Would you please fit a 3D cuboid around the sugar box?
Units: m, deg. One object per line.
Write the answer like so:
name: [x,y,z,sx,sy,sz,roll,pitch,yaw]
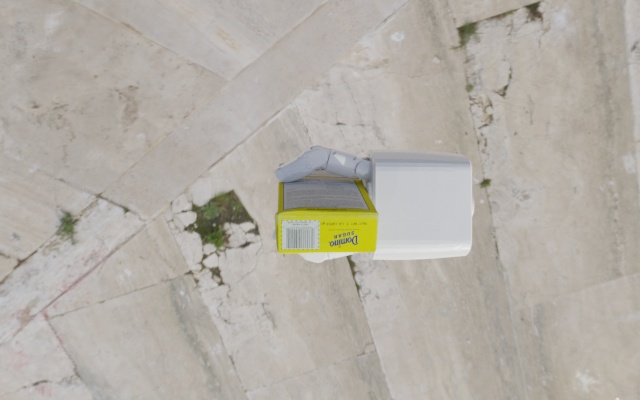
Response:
sugar box: [0.000,0.002,0.508,0.093,0.048,0.176,1,16,-4]
